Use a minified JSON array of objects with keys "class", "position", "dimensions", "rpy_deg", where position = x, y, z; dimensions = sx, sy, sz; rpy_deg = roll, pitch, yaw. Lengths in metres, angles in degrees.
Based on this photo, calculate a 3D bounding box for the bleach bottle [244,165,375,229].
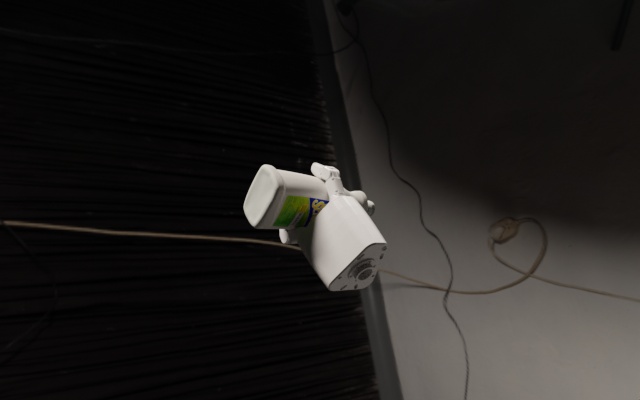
[{"class":"bleach bottle","position":[0.000,0.003,0.815],"dimensions":[0.251,0.103,0.068],"rpy_deg":[4,38,-39]}]
